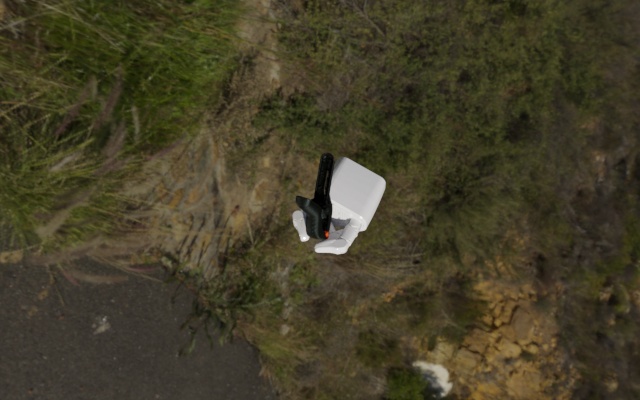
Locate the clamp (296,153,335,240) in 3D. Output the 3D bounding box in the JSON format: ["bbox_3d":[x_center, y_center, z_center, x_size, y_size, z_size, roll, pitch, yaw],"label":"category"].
[{"bbox_3d":[0.001,0.003,0.832,0.039,0.120,0.172,22,-29,19],"label":"clamp"}]
